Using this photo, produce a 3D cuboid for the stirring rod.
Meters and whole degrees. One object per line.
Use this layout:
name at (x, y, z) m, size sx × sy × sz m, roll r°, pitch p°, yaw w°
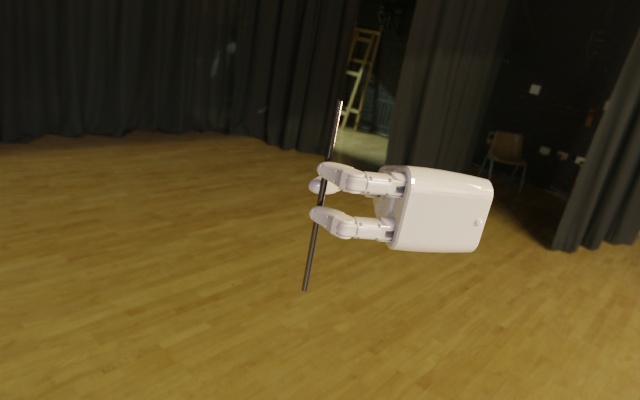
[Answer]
stirring rod at (0.000, 0.002, 0.563) m, size 0.011 × 0.240 × 0.011 m, roll 9°, pitch 20°, yaw -3°
